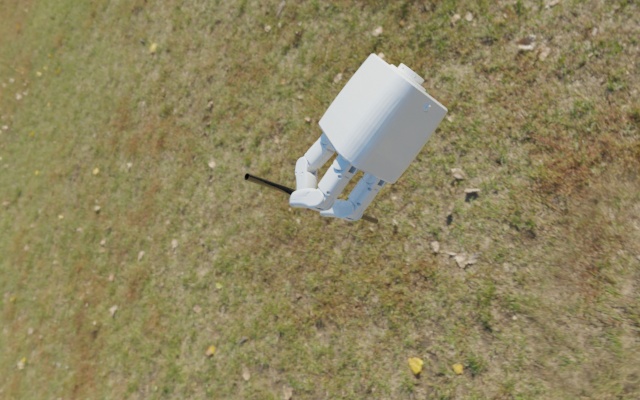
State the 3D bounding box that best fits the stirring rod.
[{"bbox_3d":[0.000,0.002,0.605,0.011,0.011,0.239,0,-13,43],"label":"stirring rod"}]
